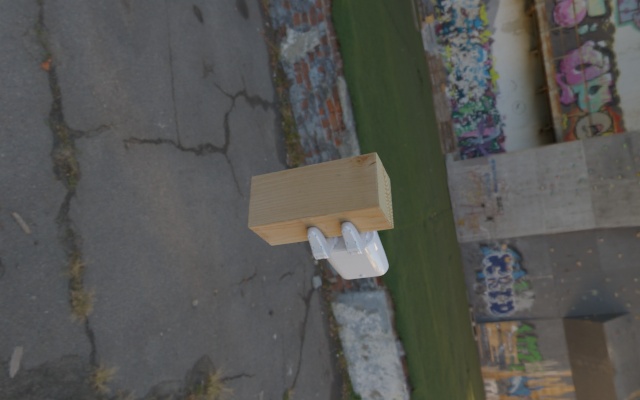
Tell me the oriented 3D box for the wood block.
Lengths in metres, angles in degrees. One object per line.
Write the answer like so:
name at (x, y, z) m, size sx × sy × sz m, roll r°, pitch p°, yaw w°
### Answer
wood block at (0.000, 0.002, 0.745) m, size 0.206 × 0.090 × 0.090 m, roll -10°, pitch -29°, yaw 19°
